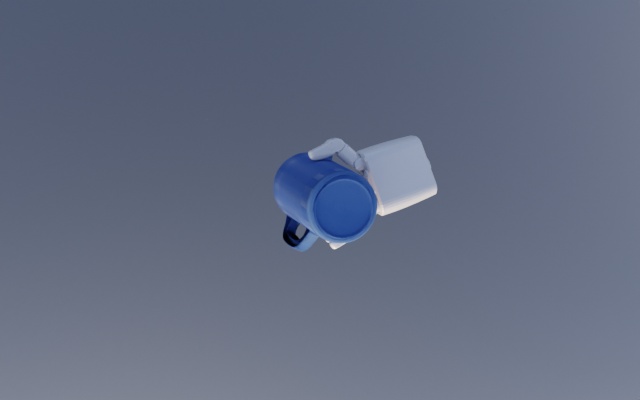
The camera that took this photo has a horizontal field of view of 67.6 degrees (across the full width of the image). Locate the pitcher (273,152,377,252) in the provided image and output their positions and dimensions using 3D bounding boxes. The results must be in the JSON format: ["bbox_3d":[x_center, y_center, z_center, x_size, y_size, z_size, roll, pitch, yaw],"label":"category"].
[{"bbox_3d":[0.000,0.002,0.797,0.145,0.149,0.243,-19,13,-10],"label":"pitcher"}]
